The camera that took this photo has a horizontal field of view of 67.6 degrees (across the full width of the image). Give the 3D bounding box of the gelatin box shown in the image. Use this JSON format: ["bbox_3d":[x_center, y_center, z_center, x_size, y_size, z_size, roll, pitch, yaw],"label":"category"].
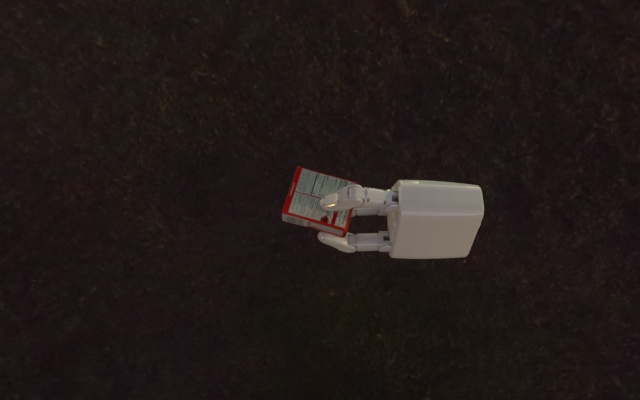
[{"bbox_3d":[0.000,0.002,0.638,0.089,0.073,0.030,16,-25,1],"label":"gelatin box"}]
